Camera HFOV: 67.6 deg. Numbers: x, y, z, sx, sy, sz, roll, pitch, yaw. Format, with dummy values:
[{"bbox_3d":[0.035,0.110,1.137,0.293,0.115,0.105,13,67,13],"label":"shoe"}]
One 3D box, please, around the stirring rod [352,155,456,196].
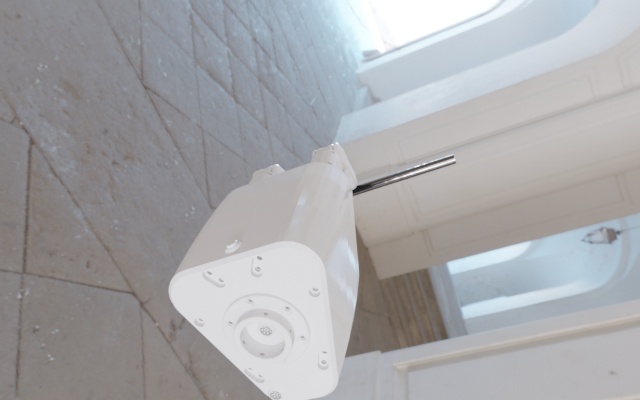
[{"bbox_3d":[0.000,0.001,0.425,0.239,0.011,0.011,-18,-5,17],"label":"stirring rod"}]
